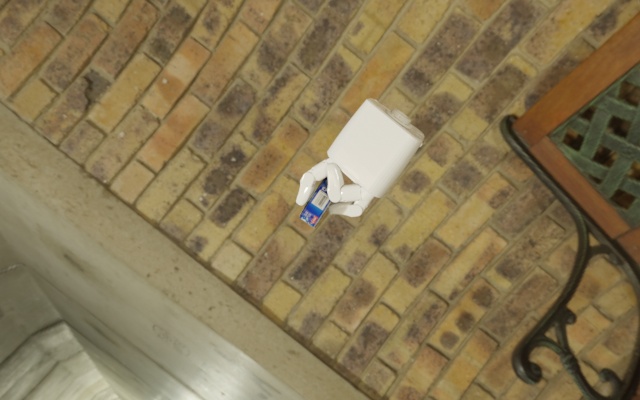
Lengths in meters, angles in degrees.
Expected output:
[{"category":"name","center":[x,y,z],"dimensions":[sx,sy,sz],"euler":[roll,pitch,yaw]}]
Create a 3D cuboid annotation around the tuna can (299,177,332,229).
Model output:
[{"category":"tuna can","center":[0.000,0.002,0.802],"dimensions":[0.034,0.086,0.086],"euler":[34,1,2]}]
